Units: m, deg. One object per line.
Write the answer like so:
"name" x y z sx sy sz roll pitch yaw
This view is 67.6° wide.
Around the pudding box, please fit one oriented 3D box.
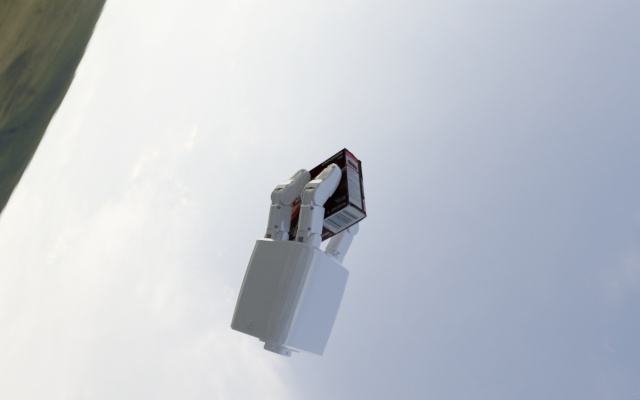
"pudding box" 0.000 0.002 0.578 0.113 0.090 0.039 -29 -46 29
